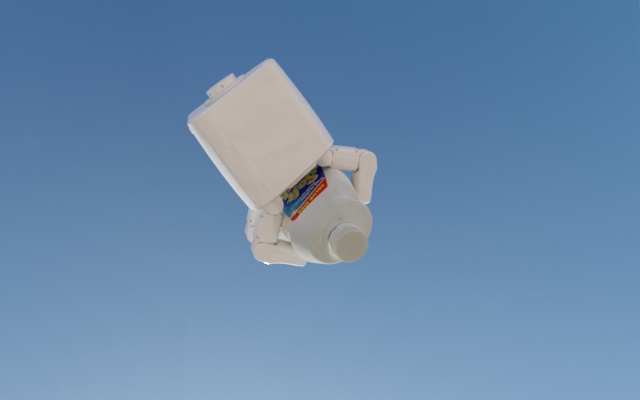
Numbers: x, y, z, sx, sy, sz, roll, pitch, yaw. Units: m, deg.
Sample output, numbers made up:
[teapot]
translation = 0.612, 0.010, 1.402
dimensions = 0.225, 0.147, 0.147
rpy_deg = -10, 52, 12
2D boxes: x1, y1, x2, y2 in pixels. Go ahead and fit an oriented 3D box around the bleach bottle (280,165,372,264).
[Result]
[bleach bottle]
translation = 0.000, 0.002, 0.511
dimensions = 0.102, 0.068, 0.250
rpy_deg = -38, 21, -3
